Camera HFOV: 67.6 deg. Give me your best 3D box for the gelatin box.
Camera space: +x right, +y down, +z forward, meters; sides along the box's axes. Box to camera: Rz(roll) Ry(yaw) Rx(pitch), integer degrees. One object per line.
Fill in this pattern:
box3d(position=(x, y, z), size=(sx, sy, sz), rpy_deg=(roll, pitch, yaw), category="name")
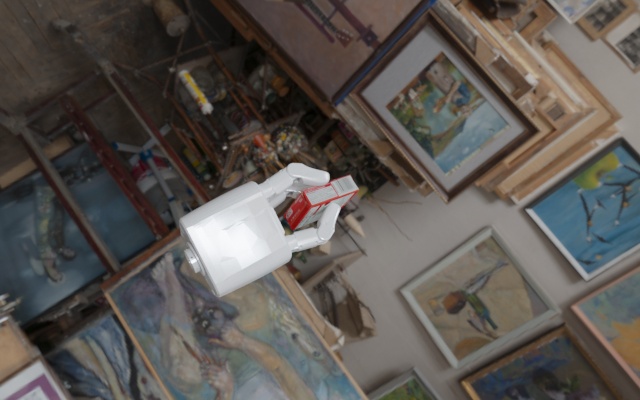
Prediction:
box3d(position=(0.001, 0.003, 0.678), size=(0.089, 0.030, 0.073), rpy_deg=(-20, -18, -33), category="gelatin box")
